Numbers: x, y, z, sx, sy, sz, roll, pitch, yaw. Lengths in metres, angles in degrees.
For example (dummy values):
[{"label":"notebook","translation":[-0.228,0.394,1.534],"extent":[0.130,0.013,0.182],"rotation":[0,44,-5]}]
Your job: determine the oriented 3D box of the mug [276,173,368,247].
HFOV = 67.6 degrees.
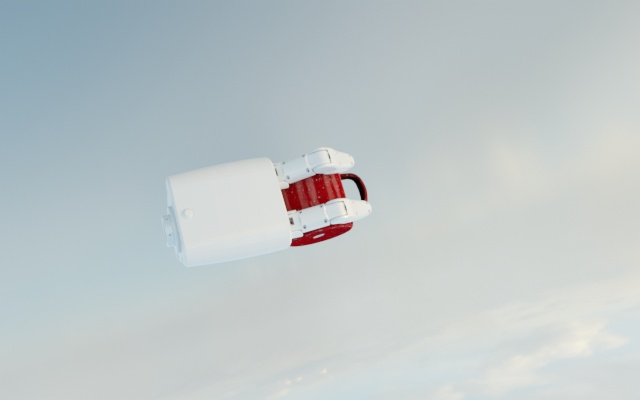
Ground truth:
[{"label":"mug","translation":[0.001,0.002,0.554],"extent":[0.117,0.081,0.093],"rotation":[-11,-14,-20]}]
